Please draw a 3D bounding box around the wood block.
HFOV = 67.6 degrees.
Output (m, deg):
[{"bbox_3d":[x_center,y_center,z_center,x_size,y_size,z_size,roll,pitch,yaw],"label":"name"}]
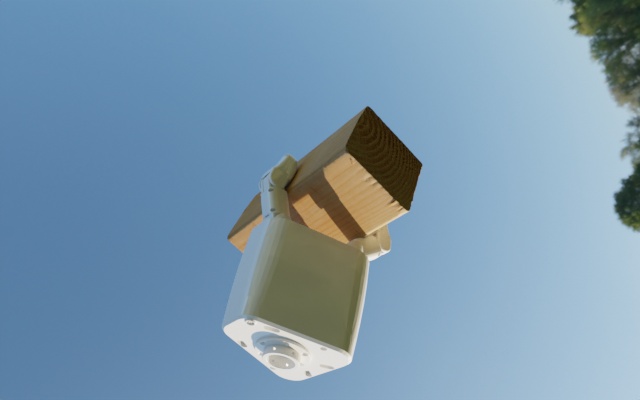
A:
[{"bbox_3d":[0.000,0.002,0.533,0.206,0.091,0.090,-34,18,39],"label":"wood block"}]
